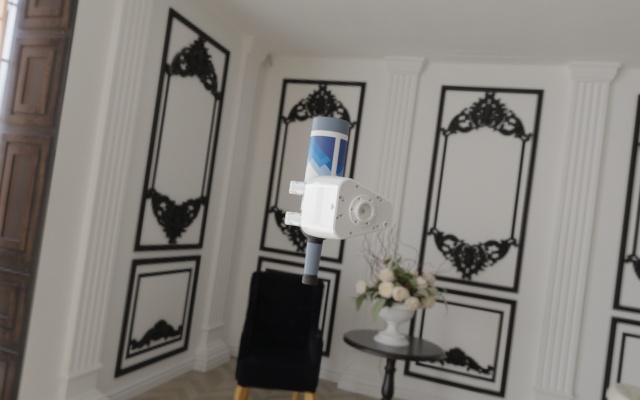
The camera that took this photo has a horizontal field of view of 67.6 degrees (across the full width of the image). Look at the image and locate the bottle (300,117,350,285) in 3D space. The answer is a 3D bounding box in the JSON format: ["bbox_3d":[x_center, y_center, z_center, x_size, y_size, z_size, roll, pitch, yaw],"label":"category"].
[{"bbox_3d":[0.000,0.003,0.856,0.069,0.295,0.069,8,-1,0],"label":"bottle"}]
